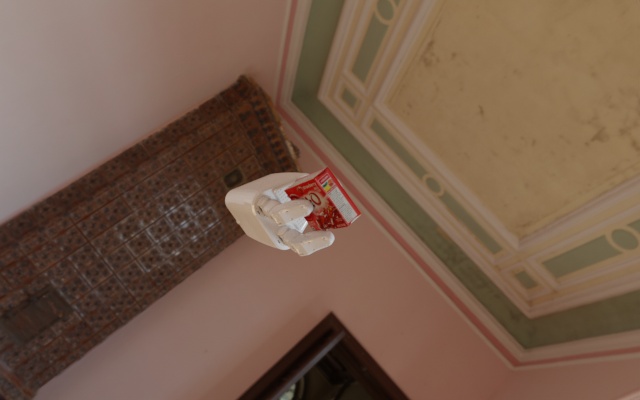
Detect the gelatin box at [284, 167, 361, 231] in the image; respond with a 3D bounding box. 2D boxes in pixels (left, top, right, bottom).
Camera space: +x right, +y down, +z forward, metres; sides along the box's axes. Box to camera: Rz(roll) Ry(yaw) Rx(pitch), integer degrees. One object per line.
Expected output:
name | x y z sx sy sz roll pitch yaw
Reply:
gelatin box | 0.001 0.002 0.611 0.030 0.073 0.089 -42 13 -28
